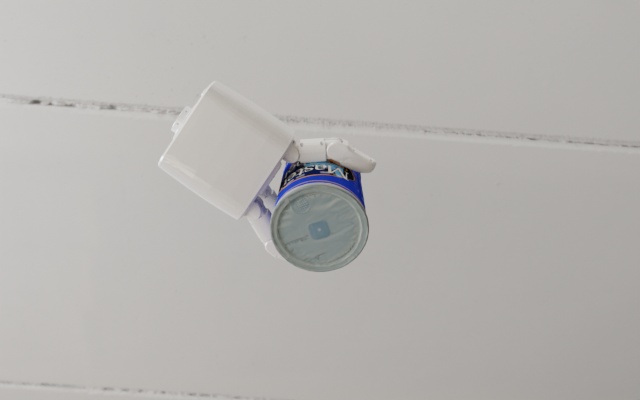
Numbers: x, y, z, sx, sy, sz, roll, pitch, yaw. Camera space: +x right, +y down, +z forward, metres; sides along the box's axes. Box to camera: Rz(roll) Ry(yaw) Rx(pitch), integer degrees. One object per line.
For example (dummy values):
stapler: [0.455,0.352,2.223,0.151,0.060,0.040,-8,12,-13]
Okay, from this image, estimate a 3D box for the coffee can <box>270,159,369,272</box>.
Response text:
coffee can: [0.000,0.002,0.554,0.103,0.103,0.140,0,25,1]
